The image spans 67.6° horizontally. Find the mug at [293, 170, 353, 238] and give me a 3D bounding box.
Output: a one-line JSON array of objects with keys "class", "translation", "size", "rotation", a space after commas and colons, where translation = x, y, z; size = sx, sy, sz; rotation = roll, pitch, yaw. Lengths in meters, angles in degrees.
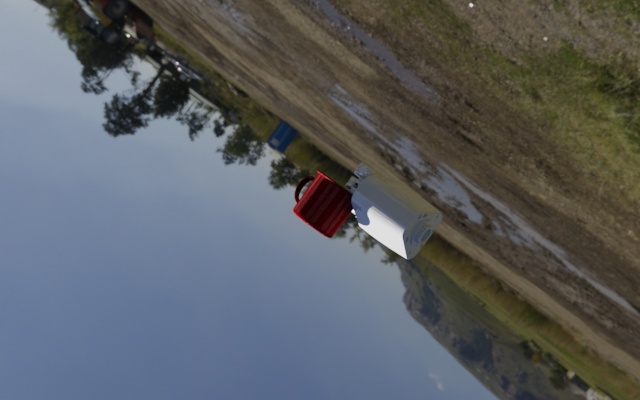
[{"class": "mug", "translation": [-0.001, 0.002, 0.803], "size": [0.117, 0.081, 0.093], "rotation": [37, 1, 32]}]
